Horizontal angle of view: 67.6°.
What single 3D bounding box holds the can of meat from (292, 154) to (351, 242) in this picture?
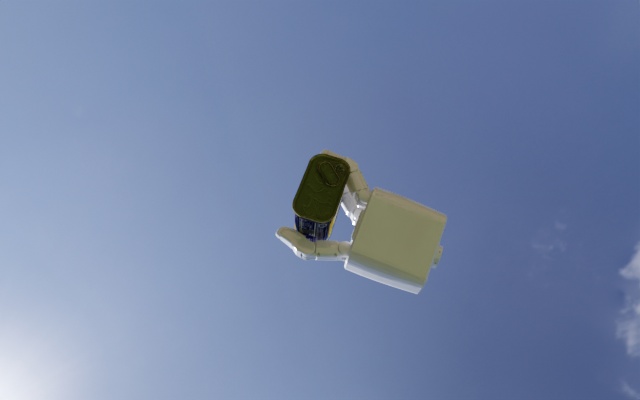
[{"bbox_3d":[0.000,0.002,0.653,0.057,0.102,0.084,17,-29,6],"label":"can of meat"}]
